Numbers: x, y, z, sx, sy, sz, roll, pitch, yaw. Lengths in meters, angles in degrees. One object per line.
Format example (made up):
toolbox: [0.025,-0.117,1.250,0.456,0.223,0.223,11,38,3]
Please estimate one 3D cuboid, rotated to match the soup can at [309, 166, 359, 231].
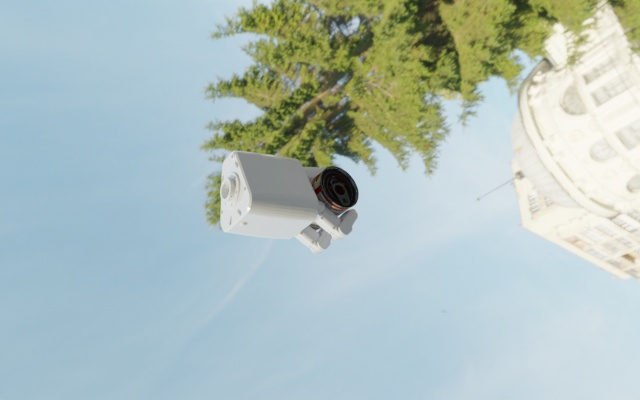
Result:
soup can: [0.000,0.002,0.721,0.068,0.068,0.102,0,-26,-39]
